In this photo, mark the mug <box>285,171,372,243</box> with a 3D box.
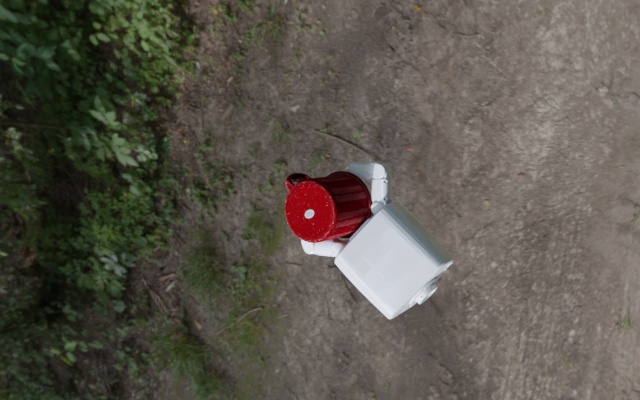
[{"bbox_3d":[-0.001,0.001,0.629,0.117,0.093,0.081,45,28,22],"label":"mug"}]
